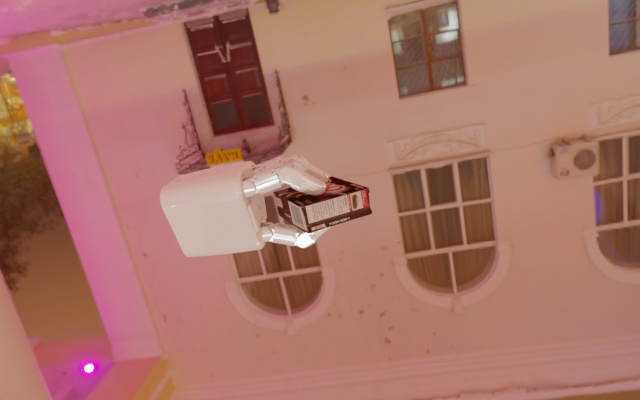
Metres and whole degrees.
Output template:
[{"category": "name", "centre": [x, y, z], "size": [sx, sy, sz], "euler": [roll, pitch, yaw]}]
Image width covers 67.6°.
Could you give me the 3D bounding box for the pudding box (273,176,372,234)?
[{"category": "pudding box", "centre": [0.000, 0.002, 0.608], "size": [0.090, 0.039, 0.113], "euler": [-17, 18, -19]}]
